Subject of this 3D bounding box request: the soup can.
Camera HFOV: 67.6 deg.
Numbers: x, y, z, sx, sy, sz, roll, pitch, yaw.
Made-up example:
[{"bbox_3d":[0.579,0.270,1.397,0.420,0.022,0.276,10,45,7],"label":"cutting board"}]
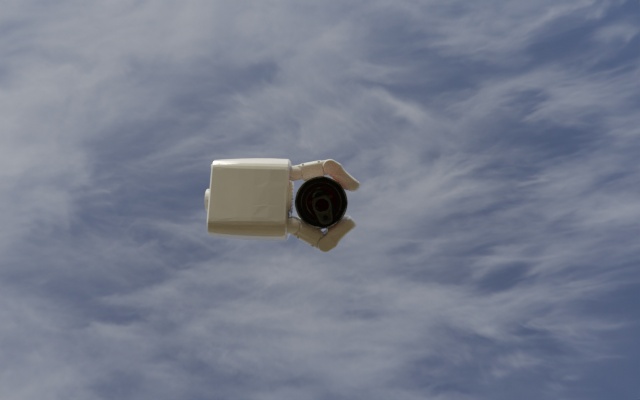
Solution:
[{"bbox_3d":[0.001,0.002,0.661,0.068,0.068,0.102,0,1,-1],"label":"soup can"}]
